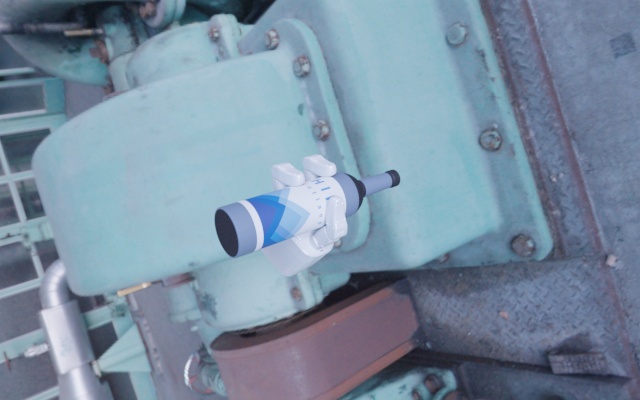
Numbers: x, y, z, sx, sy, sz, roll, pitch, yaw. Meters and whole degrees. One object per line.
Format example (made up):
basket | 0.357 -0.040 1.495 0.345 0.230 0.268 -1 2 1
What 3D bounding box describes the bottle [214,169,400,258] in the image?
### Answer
bottle | 0.000 0.002 0.671 0.295 0.069 0.069 -18 10 -34
